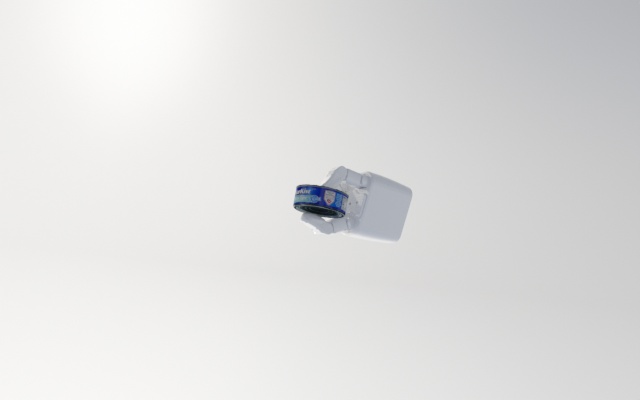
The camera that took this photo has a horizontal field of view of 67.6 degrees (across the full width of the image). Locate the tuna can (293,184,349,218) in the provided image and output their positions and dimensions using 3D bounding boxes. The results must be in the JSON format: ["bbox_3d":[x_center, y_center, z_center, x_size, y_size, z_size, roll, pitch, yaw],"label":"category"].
[{"bbox_3d":[0.000,0.003,0.756,0.086,0.033,0.086,10,-12,2],"label":"tuna can"}]
